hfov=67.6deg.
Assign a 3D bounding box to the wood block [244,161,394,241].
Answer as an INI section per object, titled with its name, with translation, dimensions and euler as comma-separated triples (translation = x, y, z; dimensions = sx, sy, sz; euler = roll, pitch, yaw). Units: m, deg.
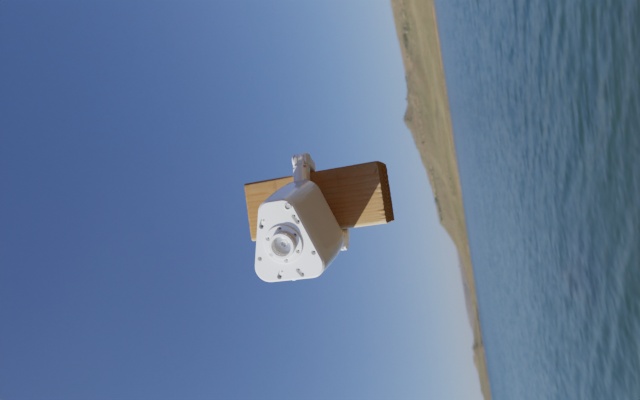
[wood block]
translation = 0.000, 0.002, 0.731
dimensions = 0.206, 0.091, 0.090
euler = -8, -2, 16
